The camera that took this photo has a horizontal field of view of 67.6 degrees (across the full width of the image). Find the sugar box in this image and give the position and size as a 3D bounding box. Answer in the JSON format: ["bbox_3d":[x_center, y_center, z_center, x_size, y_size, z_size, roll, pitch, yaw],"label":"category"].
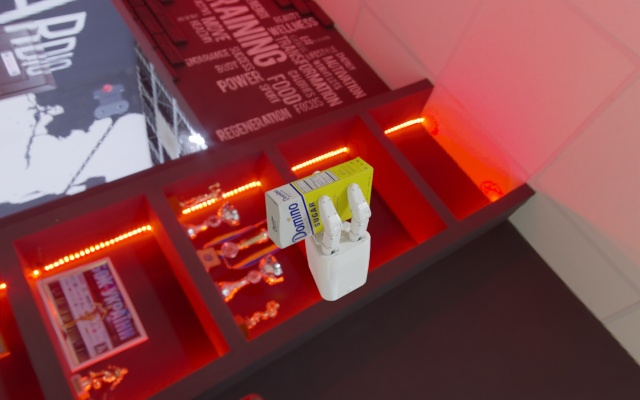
[{"bbox_3d":[0.001,0.003,0.760,0.176,0.093,0.048,-25,46,-27],"label":"sugar box"}]
